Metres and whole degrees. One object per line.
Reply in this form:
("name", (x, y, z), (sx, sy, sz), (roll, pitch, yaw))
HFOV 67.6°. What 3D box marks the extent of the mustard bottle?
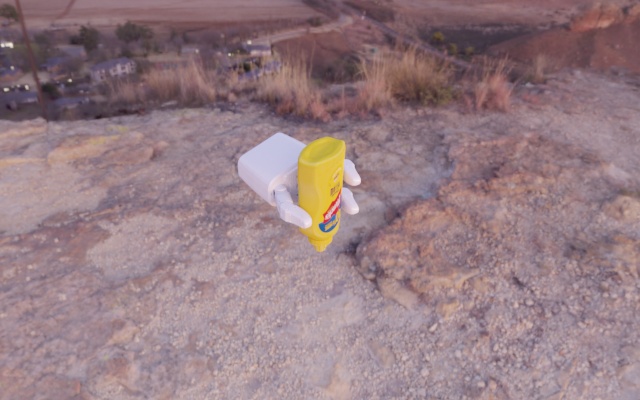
("mustard bottle", (0.000, 0.002, 0.761), (0.058, 0.192, 0.096), (17, 37, 21))
